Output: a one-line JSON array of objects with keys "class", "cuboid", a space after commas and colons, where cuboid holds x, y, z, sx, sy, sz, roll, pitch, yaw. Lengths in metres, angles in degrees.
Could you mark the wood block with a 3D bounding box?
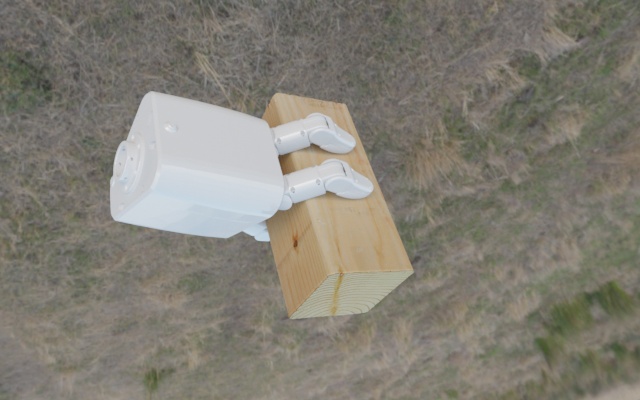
[{"class": "wood block", "cuboid": [0.000, 0.002, 0.479, 0.090, 0.206, 0.091, 3, -37, -30]}]
